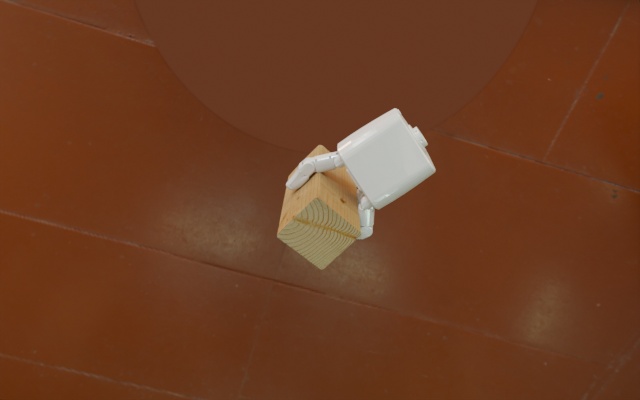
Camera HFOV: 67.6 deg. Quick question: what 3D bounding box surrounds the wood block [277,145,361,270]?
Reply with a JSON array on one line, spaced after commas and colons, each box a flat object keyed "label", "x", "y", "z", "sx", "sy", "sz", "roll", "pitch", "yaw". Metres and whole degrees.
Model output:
[{"label": "wood block", "x": 0.000, "y": 0.002, "z": 0.773, "sx": 0.091, "sy": 0.090, "sz": 0.206, "roll": 39, "pitch": 21, "yaw": -17}]
